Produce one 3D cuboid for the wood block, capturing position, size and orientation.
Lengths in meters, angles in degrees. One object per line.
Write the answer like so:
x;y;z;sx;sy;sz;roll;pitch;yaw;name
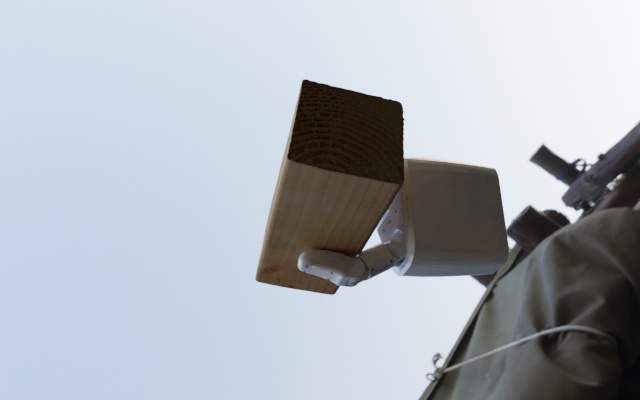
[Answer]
0.000;0.002;0.450;0.090;0.090;0.206;12;-36;-7;wood block
